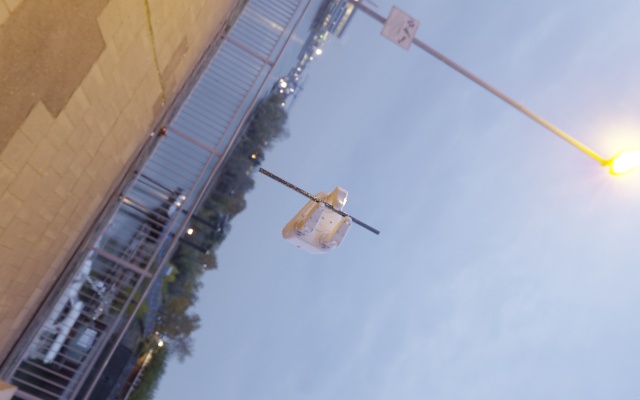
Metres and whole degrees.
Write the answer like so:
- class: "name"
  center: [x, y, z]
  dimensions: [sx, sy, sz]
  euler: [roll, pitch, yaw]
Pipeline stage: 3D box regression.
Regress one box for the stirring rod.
- class: "stirring rod"
  center: [0.000, 0.003, 0.836]
  dimensions: [0.239, 0.011, 0.011]
  euler: [28, -5, -10]
